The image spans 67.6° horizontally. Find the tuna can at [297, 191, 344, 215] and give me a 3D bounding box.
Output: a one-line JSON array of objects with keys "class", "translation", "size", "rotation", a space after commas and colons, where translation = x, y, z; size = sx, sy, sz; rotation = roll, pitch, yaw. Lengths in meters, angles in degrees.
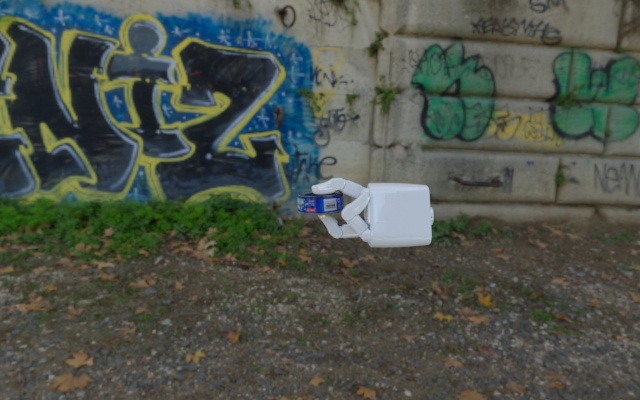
[{"class": "tuna can", "translation": [0.000, 0.002, 0.881], "size": [0.086, 0.034, 0.086], "rotation": [-3, 8, 0]}]
